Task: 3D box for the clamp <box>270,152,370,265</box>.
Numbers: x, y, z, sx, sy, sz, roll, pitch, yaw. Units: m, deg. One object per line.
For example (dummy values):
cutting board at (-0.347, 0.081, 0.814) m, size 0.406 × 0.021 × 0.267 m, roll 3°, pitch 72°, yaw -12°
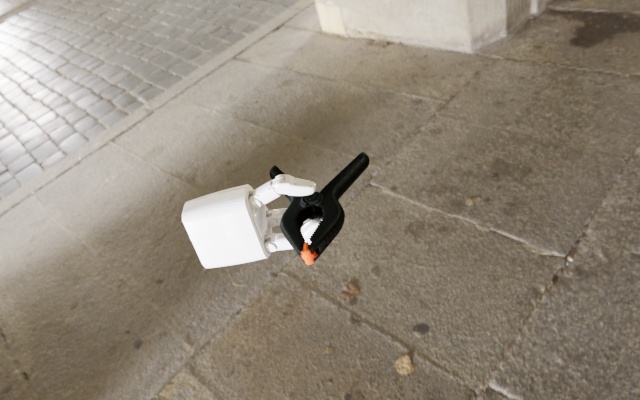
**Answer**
clamp at (0.000, 0.002, 0.707) m, size 0.164 × 0.036 × 0.209 m, roll -13°, pitch 42°, yaw 9°
